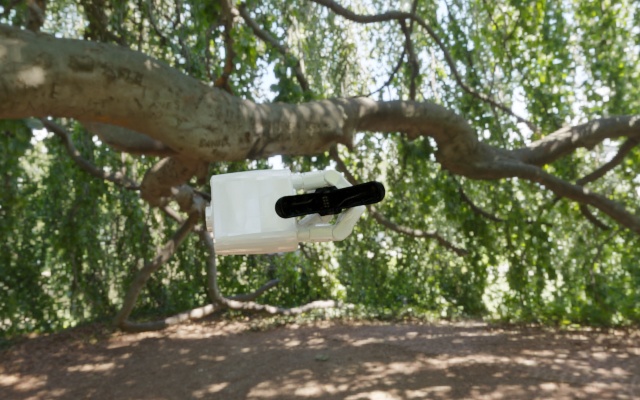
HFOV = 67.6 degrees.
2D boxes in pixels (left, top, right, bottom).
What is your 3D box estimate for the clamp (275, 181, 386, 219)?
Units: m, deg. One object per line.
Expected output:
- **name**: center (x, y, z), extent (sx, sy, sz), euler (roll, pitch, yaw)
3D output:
- **clamp**: center (0.000, 0.001, 0.581), extent (0.120, 0.039, 0.171), euler (-4, -4, -9)
